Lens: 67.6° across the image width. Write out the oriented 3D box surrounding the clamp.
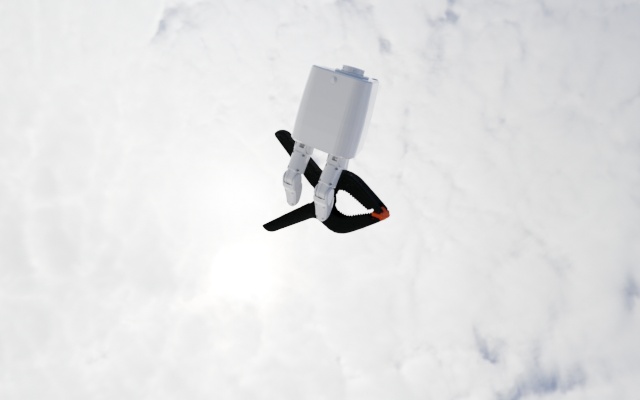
[{"bbox_3d":[0.001,0.002,0.713,0.210,0.165,0.036,25,21,25],"label":"clamp"}]
